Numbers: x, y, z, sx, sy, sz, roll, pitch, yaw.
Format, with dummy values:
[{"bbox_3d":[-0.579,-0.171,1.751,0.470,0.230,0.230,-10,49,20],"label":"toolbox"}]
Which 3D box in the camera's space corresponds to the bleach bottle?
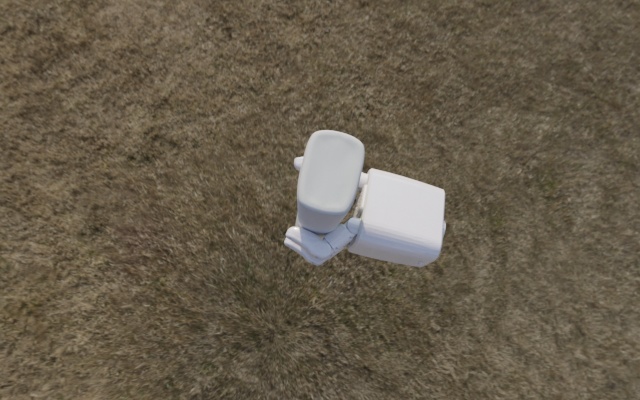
[{"bbox_3d":[0.000,0.002,0.643,0.068,0.102,0.251,14,-16,-2],"label":"bleach bottle"}]
